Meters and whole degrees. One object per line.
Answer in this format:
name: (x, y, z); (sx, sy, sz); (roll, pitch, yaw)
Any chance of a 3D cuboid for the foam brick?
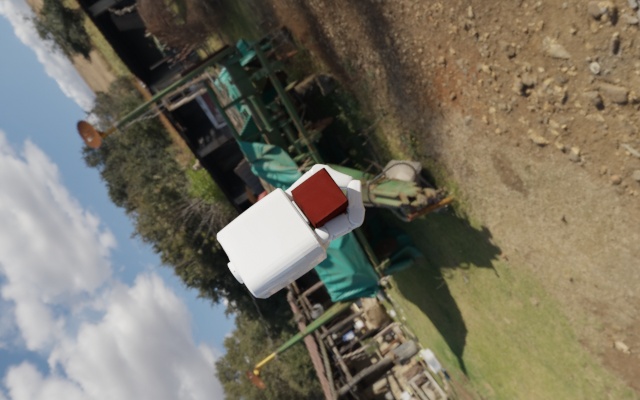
foam brick: (0.000, 0.002, 0.605); (0.051, 0.053, 0.078); (-35, -12, -5)
